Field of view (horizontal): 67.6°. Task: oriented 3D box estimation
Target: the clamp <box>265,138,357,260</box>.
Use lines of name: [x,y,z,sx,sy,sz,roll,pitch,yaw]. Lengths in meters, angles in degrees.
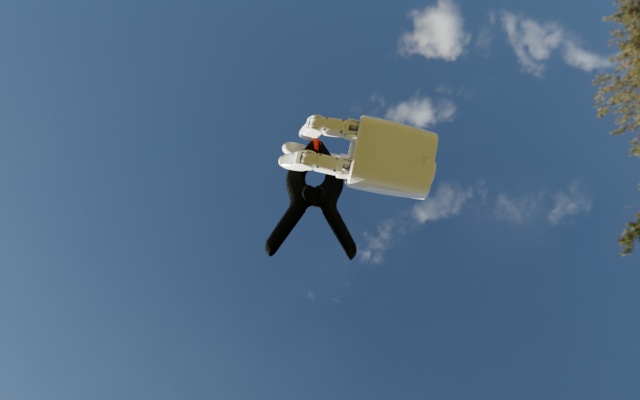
clamp: [0.000,0.002,0.648,0.120,0.171,0.039,12,-12,1]
